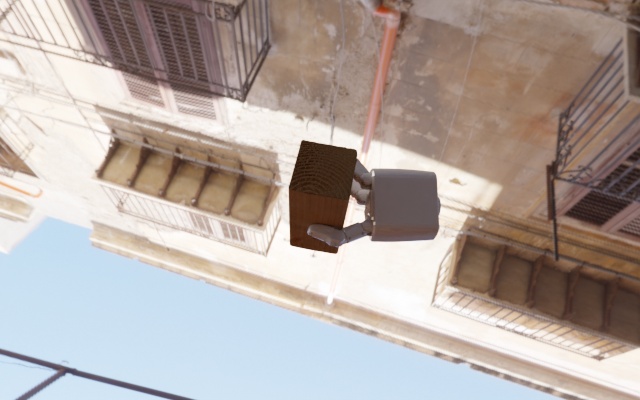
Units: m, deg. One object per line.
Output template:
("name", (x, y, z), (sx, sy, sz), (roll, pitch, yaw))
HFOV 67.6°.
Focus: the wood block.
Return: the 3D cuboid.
("wood block", (0.000, 0.003, 0.782), (0.090, 0.090, 0.206), (10, -29, 3))
